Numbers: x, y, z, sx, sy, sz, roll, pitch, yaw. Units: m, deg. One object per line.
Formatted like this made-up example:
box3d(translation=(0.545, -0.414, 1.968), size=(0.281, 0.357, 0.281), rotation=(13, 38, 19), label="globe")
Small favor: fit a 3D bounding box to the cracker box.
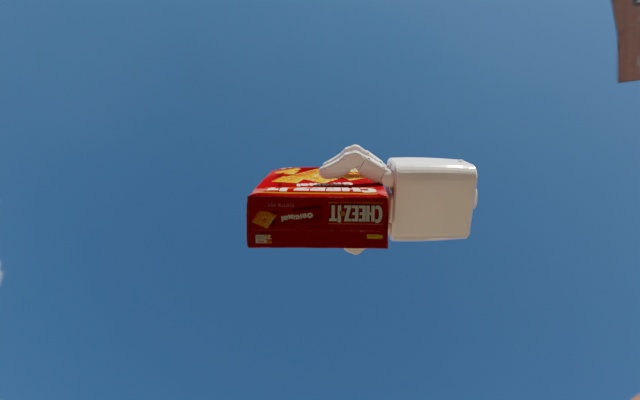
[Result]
box3d(translation=(0.000, 0.002, 0.643), size=(0.164, 0.072, 0.213), rotation=(0, 11, 2), label="cracker box")
